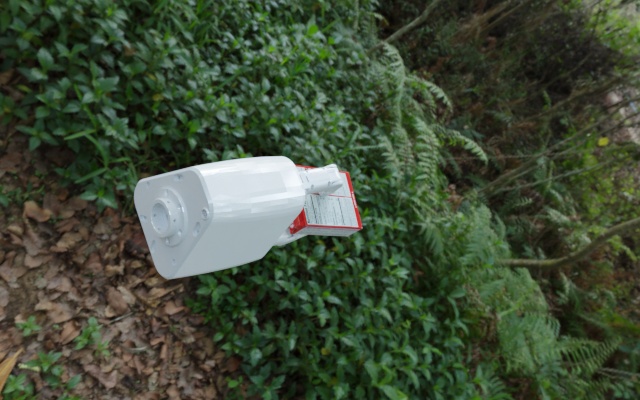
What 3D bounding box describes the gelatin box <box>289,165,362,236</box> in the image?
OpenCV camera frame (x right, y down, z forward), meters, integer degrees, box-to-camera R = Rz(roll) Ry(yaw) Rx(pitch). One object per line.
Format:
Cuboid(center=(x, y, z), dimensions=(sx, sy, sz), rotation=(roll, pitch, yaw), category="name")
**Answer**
Cuboid(center=(0.001, 0.002, 0.540), dimensions=(0.089, 0.073, 0.030), rotation=(5, -26, -40), category="gelatin box")
